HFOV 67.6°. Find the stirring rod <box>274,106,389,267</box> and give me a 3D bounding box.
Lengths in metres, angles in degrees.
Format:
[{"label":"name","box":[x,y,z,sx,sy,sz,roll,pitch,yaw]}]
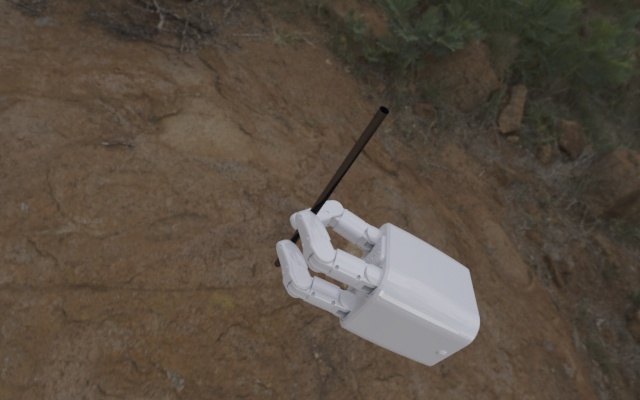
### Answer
[{"label":"stirring rod","box":[0.000,0.002,0.444,0.011,0.011,0.240,0,-35,-29]}]
